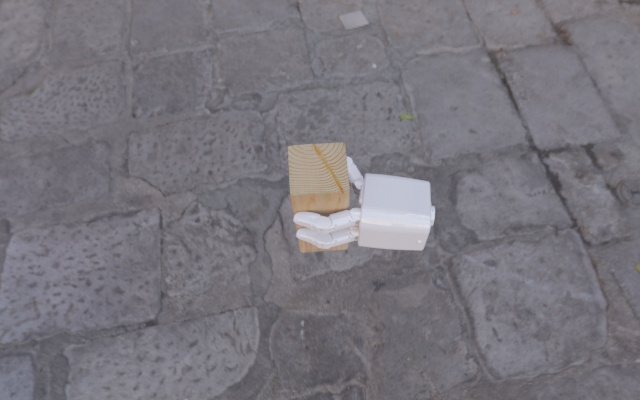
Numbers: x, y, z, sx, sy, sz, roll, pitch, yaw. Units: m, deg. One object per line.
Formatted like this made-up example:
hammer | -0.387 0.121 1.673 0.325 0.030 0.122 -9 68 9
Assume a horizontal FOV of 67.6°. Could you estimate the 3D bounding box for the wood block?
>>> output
wood block | 0.001 0.002 0.797 0.090 0.090 0.206 -4 -30 0
